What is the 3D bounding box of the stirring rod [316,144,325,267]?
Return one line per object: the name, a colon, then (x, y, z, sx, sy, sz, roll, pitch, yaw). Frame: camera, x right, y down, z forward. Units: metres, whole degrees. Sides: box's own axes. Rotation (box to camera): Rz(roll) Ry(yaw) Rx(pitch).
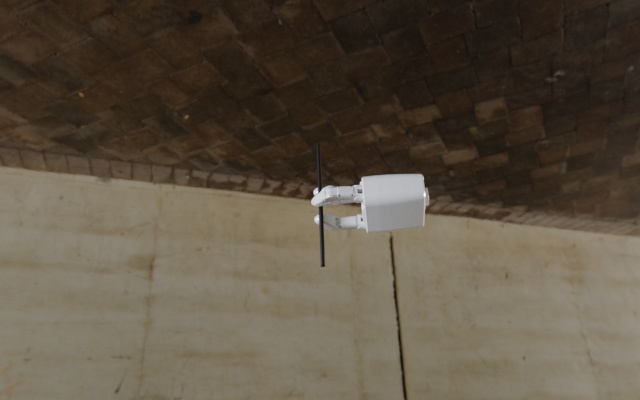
stirring rod: (0.000, 0.003, 0.866, 0.011, 0.239, 0.011, -2, -24, -1)
